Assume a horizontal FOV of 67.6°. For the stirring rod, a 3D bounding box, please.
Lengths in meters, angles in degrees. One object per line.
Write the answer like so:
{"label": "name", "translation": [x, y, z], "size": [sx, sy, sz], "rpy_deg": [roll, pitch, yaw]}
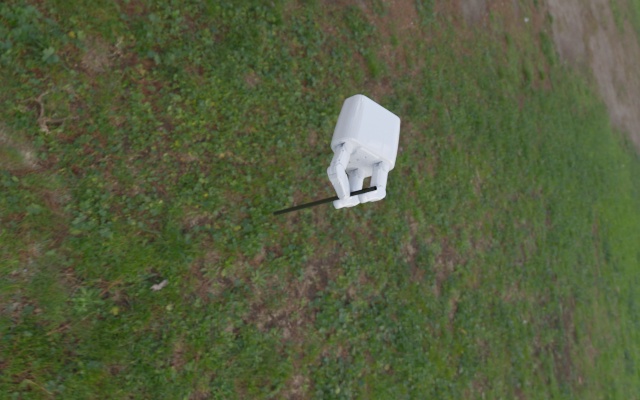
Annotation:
{"label": "stirring rod", "translation": [0.000, 0.003, 0.836], "size": [0.239, 0.011, 0.011], "rpy_deg": [-14, -10, 41]}
